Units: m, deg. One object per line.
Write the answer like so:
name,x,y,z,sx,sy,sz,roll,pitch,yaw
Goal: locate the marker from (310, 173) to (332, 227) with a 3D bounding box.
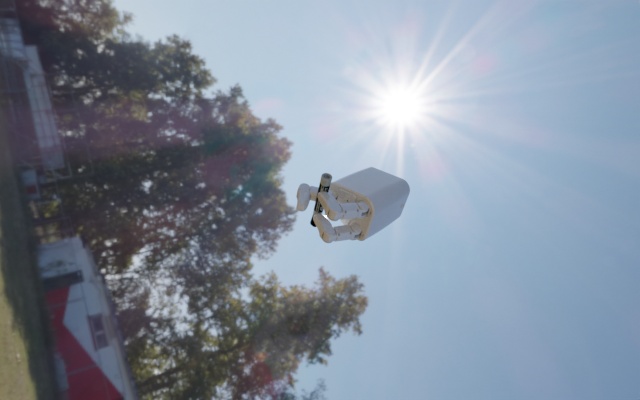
marker,0.000,0.003,0.841,0.020,0.121,0.020,8,42,-7
